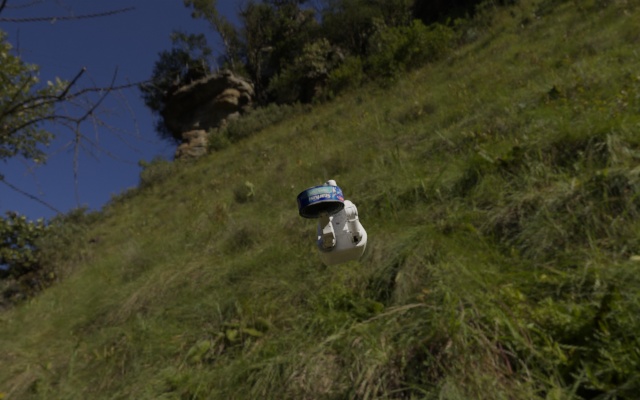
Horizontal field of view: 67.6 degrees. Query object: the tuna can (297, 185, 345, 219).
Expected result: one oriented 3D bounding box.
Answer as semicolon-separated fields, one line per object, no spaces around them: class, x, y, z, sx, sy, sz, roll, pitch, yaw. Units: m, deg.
tuna can;0.000;0.002;0.877;0.086;0.033;0.086;-10;-20;-4
